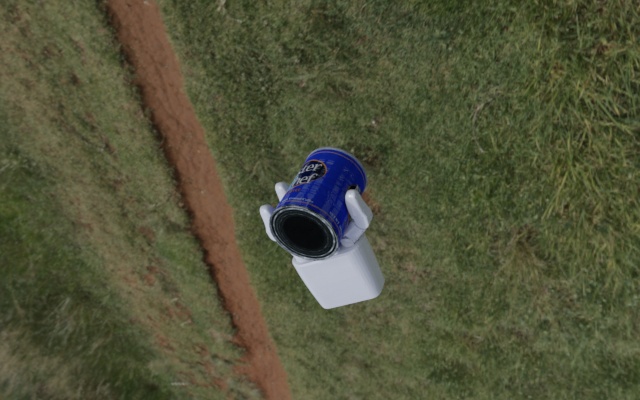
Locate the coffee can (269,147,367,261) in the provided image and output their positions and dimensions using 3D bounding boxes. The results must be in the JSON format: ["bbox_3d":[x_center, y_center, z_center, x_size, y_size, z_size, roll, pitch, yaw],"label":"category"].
[{"bbox_3d":[0.000,0.002,0.697,0.103,0.103,0.140,0,39,27],"label":"coffee can"}]
